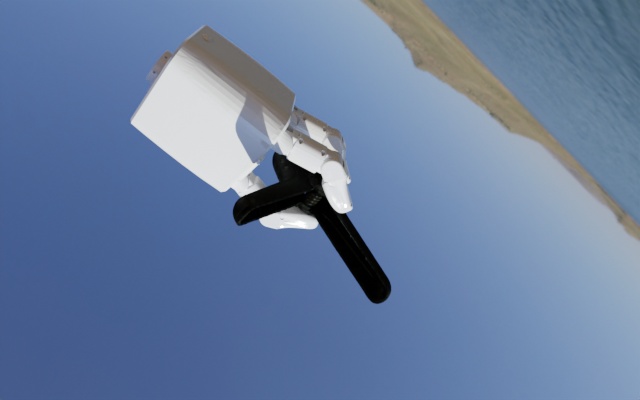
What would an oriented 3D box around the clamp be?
[{"bbox_3d":[-0.001,0.002,0.476,0.164,0.036,0.209,37,25,-19],"label":"clamp"}]
